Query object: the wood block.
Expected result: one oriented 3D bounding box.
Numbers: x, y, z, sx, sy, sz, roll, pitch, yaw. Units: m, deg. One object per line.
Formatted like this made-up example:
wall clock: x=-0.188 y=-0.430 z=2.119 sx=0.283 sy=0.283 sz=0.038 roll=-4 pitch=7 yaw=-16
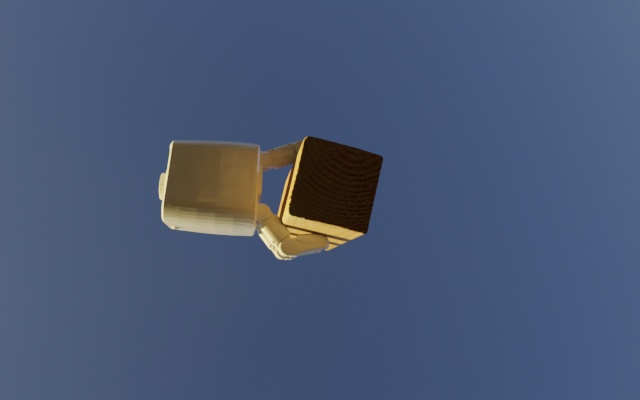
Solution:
wood block: x=0.000 y=0.002 z=0.600 sx=0.090 sy=0.090 sz=0.206 roll=14 pitch=-12 yaw=-7
